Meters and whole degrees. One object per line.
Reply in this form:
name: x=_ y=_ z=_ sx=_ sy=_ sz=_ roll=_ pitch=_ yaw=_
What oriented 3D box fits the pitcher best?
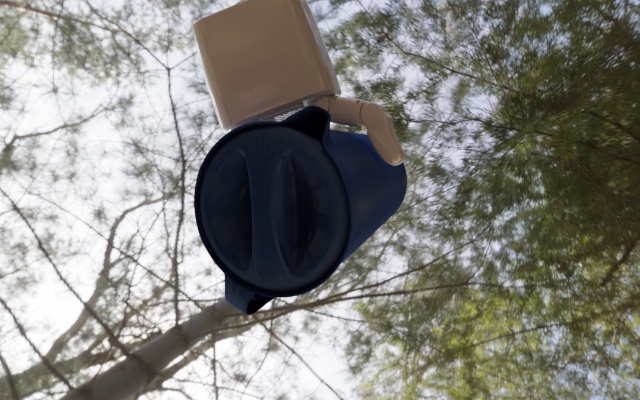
pitcher: x=0.000 y=0.001 z=0.459 sx=0.149 sy=0.145 sz=0.243 roll=-19 pitch=0 yaw=24
